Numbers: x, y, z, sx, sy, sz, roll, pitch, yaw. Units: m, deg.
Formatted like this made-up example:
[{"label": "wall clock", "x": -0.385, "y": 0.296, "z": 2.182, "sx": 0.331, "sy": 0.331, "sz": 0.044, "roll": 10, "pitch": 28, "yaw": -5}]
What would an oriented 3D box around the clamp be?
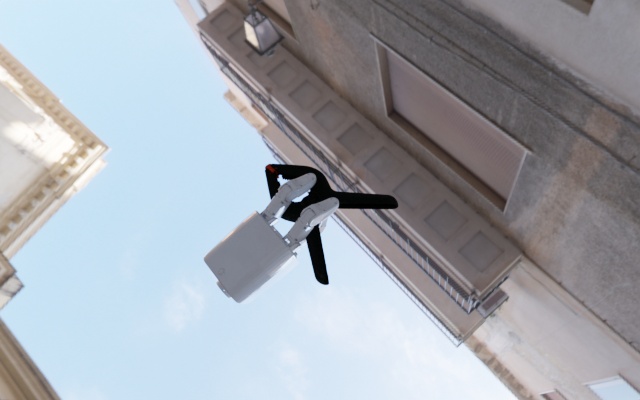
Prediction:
[{"label": "clamp", "x": 0.000, "y": 0.003, "z": 0.722, "sx": 0.164, "sy": 0.210, "sz": 0.036, "roll": -40, "pitch": -26, "yaw": -9}]
